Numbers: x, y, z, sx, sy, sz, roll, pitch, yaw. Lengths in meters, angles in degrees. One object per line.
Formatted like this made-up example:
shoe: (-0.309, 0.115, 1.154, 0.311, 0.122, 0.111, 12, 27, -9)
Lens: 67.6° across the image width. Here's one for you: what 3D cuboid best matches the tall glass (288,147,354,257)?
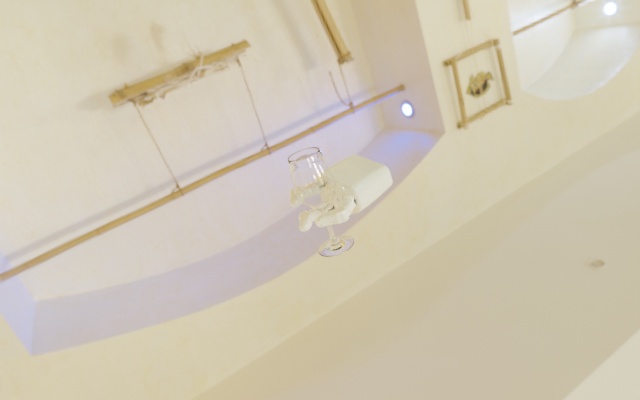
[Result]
tall glass: (0.000, 0.004, 0.899, 0.079, 0.201, 0.079, -17, 23, 7)
